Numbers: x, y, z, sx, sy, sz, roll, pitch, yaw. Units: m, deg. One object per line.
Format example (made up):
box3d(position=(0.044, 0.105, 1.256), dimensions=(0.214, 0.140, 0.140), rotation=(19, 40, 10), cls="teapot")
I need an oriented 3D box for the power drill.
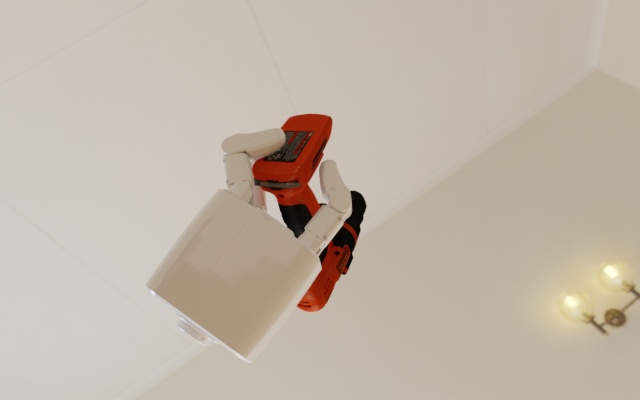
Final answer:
box3d(position=(0.000, 0.002, 0.533), dimensions=(0.057, 0.188, 0.184), rotation=(2, 41, 25), cls="power drill")
